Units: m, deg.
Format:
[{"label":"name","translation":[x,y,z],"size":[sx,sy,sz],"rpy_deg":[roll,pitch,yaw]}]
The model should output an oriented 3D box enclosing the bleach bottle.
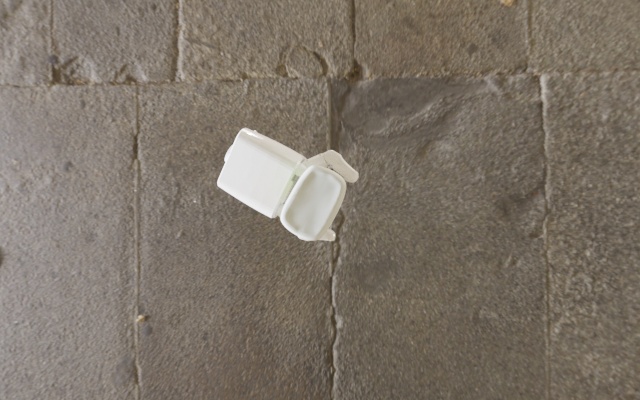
[{"label":"bleach bottle","translation":[0.000,0.002,0.758],"size":[0.068,0.102,0.251],"rpy_deg":[29,1,4]}]
